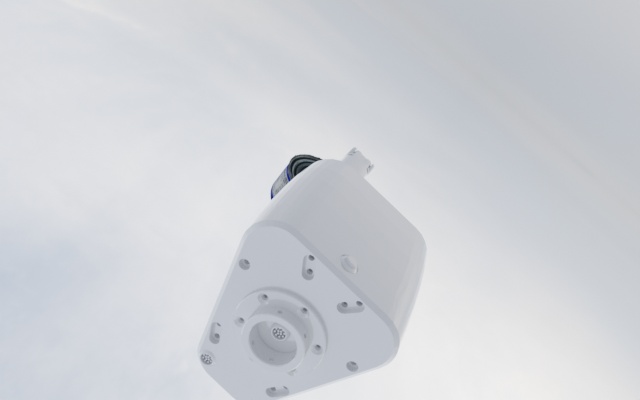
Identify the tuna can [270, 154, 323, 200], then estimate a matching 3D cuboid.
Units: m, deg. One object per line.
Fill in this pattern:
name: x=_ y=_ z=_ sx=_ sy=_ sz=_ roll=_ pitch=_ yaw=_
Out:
tuna can: x=0.000 y=0.002 z=0.412 sx=0.086 sy=0.086 sz=0.034 roll=0 pitch=-42 yaw=-51
